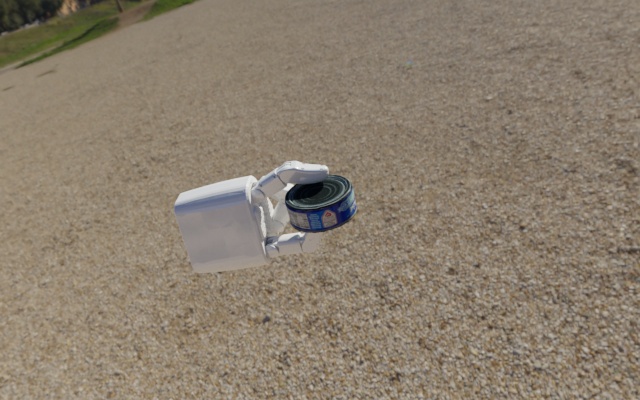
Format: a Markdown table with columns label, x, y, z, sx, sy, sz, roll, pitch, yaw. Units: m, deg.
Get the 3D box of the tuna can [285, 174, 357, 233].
| label | x | y | z | sx | sy | sz | roll | pitch | yaw |
| --- | --- | --- | --- | --- | --- | --- | --- | --- | --- |
| tuna can | 0.000 | 0.001 | 0.584 | 0.086 | 0.034 | 0.086 | -11 | 29 | 6 |
